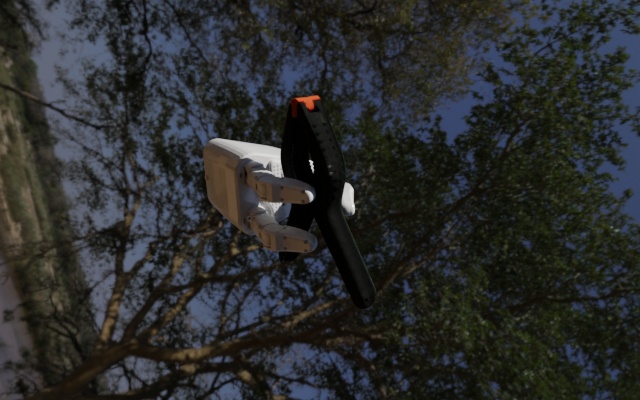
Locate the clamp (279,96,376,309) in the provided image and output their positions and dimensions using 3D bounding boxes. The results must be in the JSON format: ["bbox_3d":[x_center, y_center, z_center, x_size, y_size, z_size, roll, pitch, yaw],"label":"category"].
[{"bbox_3d":[0.001,0.001,0.493,0.036,0.210,0.164,-16,27,-33],"label":"clamp"}]
